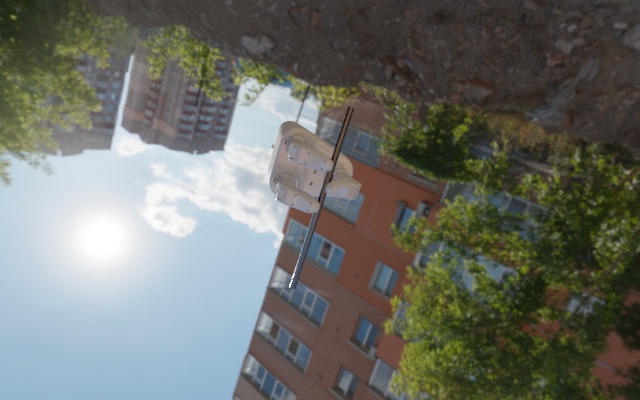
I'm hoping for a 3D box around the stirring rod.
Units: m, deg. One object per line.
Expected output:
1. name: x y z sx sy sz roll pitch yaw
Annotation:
1. stirring rod: 0.000 0.002 0.588 0.011 0.239 0.011 17 14 -4
